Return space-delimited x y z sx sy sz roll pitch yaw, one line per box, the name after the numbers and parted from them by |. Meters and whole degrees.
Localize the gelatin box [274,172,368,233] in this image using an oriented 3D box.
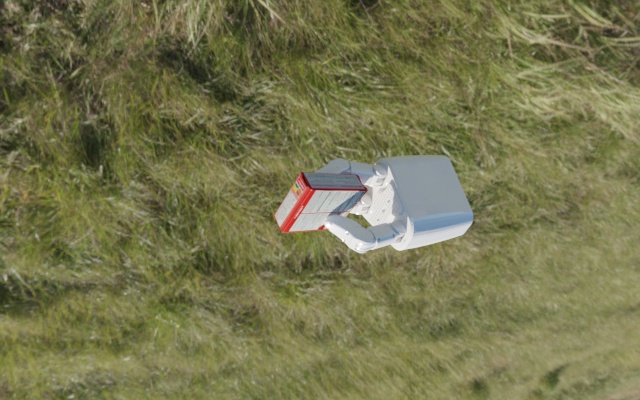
0.000 0.002 0.557 0.089 0.030 0.073 -2 -41 -41 | gelatin box
